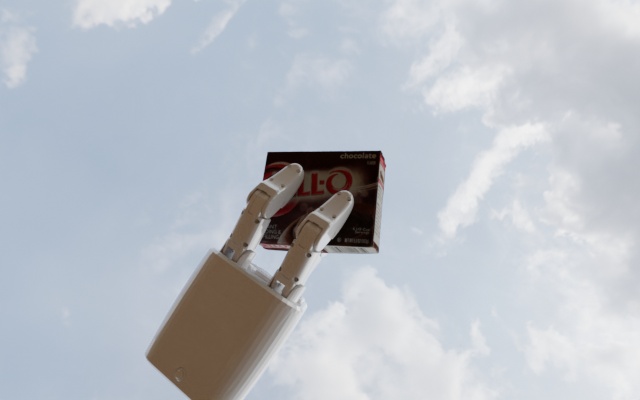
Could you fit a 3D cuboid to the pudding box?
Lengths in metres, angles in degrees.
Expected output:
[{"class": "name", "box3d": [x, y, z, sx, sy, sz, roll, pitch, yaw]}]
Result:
[{"class": "pudding box", "box3d": [0.000, 0.002, 0.437, 0.113, 0.090, 0.039, 2, -19, 15]}]
